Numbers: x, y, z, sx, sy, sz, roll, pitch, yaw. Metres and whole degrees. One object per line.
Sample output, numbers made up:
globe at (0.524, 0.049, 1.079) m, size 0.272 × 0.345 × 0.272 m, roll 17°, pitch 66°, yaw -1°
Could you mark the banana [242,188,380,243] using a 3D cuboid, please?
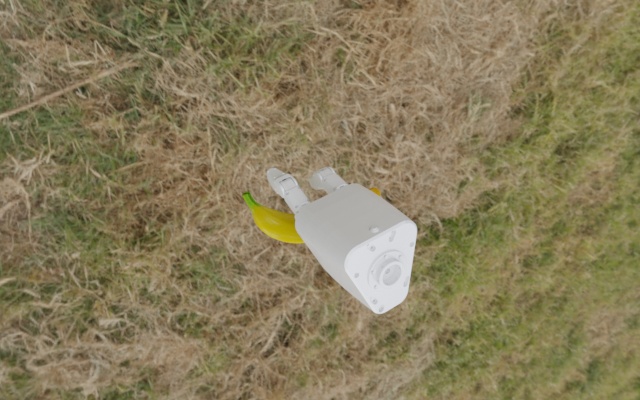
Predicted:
banana at (-0.004, 0.021, 0.629) m, size 0.198 × 0.069 × 0.037 m, roll -2°, pitch 11°, yaw -27°
